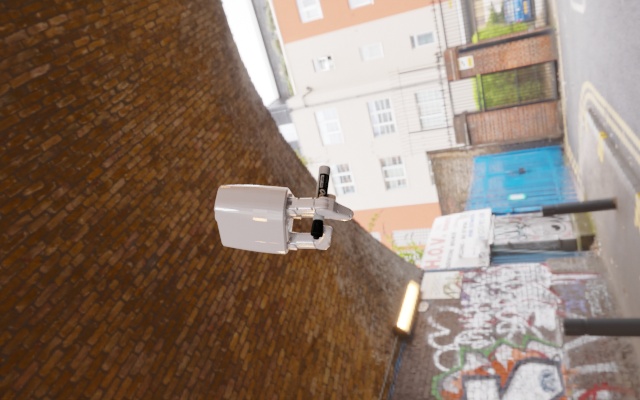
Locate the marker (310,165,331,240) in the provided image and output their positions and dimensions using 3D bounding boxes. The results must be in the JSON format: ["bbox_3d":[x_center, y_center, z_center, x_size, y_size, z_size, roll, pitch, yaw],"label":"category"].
[{"bbox_3d":[0.000,0.002,0.721,0.020,0.121,0.020,6,-27,3],"label":"marker"}]
